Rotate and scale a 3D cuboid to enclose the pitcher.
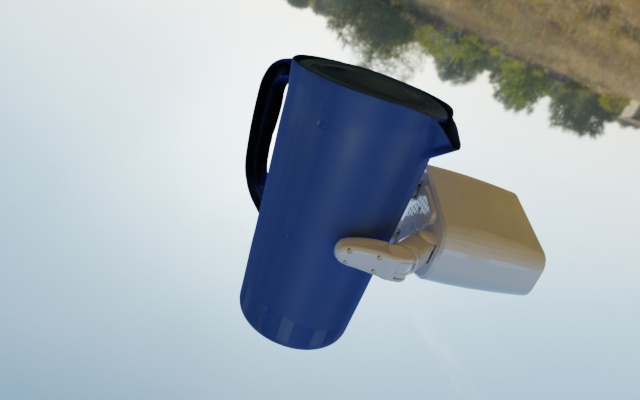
[{"bbox_3d":[0.000,0.001,0.423,0.145,0.243,0.149,13,24,-15],"label":"pitcher"}]
